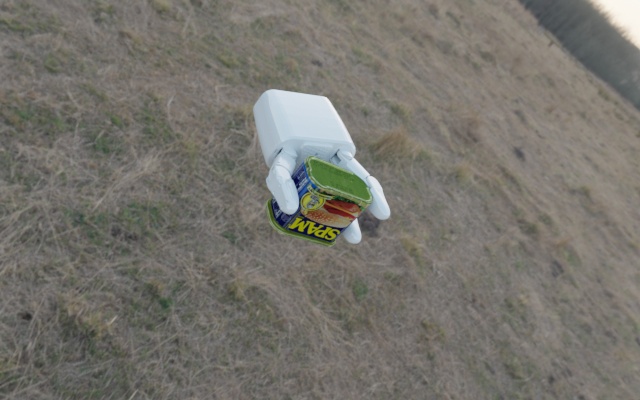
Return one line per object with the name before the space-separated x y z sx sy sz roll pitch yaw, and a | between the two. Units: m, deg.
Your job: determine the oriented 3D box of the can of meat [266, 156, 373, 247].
can of meat | 0.000 0.002 0.574 0.102 0.057 0.084 19 -53 -35
